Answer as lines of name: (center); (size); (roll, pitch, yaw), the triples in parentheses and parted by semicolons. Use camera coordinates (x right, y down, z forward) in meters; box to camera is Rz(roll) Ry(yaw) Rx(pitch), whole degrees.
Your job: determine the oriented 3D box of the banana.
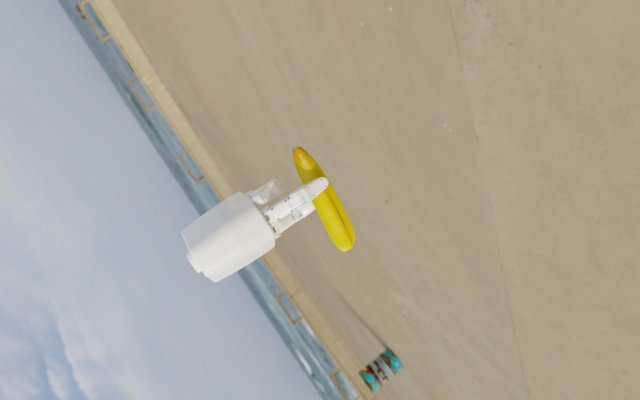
banana: (0.010, 0.011, 0.710); (0.037, 0.198, 0.069); (-34, 33, -12)
